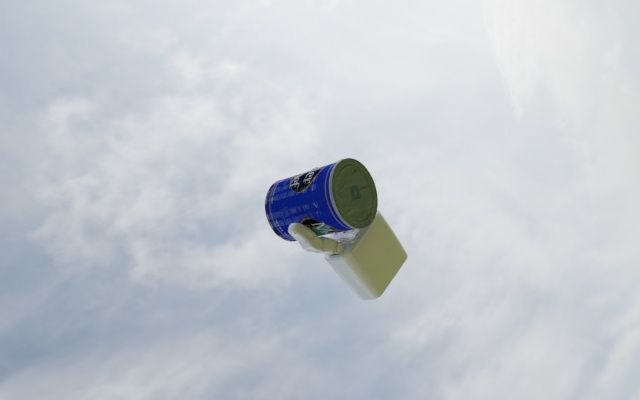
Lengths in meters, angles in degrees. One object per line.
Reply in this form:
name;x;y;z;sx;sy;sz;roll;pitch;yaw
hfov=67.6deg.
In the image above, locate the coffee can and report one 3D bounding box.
coffee can;0.000;0.002;0.719;0.140;0.103;0.103;-14;-10;41
